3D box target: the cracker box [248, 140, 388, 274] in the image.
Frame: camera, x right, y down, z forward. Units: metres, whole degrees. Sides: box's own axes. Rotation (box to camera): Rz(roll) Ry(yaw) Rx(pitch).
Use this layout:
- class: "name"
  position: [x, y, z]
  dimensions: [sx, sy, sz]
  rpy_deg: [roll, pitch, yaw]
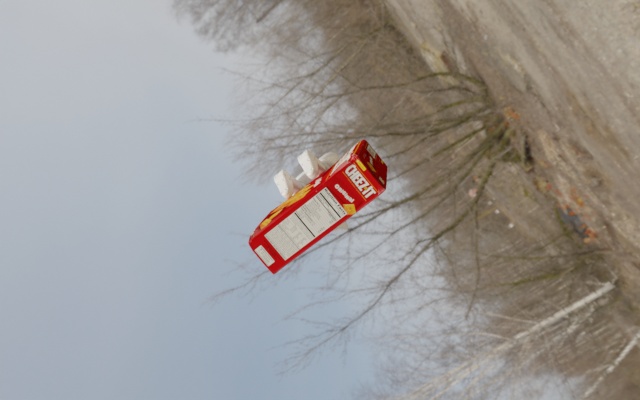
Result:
- class: "cracker box"
  position: [0.000, 0.003, 0.747]
  dimensions: [0.214, 0.072, 0.164]
  rpy_deg: [-38, 7, 16]
